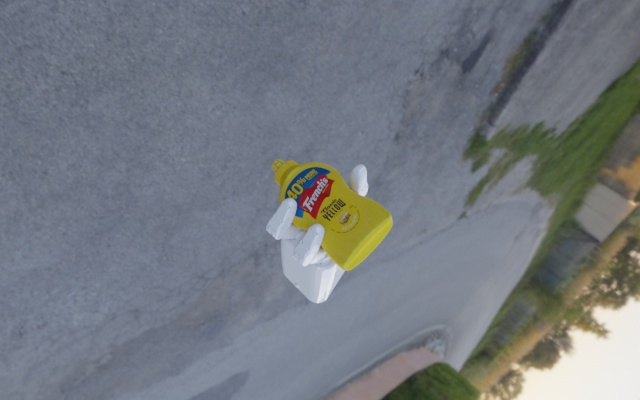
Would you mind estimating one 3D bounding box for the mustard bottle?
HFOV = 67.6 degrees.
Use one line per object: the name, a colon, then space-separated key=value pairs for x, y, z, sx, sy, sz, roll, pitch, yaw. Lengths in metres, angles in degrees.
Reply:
mustard bottle: x=0.000 y=0.002 z=0.661 sx=0.191 sy=0.096 sz=0.058 roll=40 pitch=-8 yaw=26
